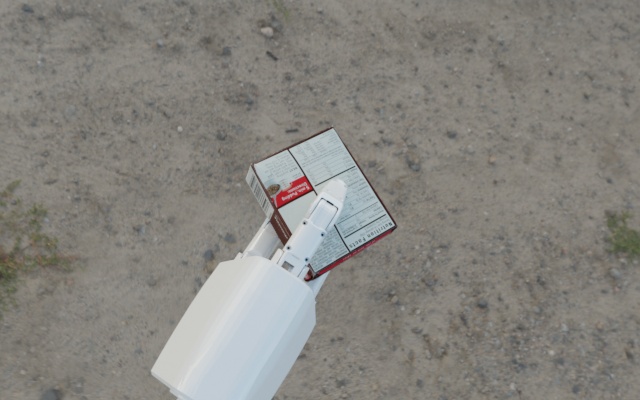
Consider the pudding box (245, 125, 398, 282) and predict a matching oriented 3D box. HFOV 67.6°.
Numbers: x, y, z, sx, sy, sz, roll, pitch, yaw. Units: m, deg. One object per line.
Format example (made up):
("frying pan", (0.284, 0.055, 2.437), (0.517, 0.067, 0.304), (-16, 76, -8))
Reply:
("pudding box", (0.000, 0.001, 0.423), (0.090, 0.113, 0.039), (-27, -9, -21))
